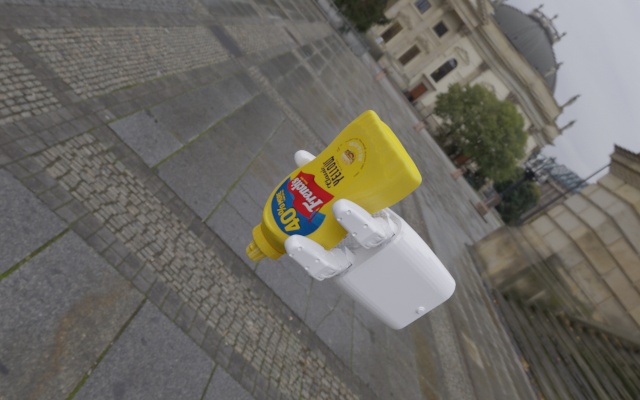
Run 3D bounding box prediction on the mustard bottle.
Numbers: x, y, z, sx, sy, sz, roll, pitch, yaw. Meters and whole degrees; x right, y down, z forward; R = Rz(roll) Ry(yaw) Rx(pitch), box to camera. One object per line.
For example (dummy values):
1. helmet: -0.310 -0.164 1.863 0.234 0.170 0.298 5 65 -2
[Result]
1. mustard bottle: 0.000 0.001 0.477 0.192 0.096 0.058 -38 -40 16
